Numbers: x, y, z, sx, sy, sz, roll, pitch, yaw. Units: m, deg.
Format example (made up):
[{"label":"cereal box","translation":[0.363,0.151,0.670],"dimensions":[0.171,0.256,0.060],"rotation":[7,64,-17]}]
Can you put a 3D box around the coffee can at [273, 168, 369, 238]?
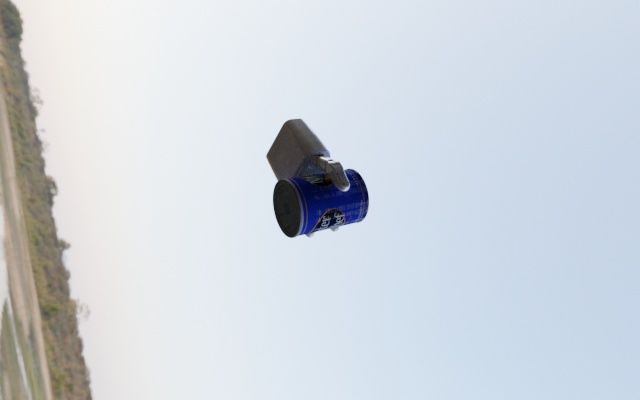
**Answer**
[{"label":"coffee can","translation":[0.000,0.003,0.847],"dimensions":[0.140,0.103,0.103],"rotation":[-11,5,-29]}]
